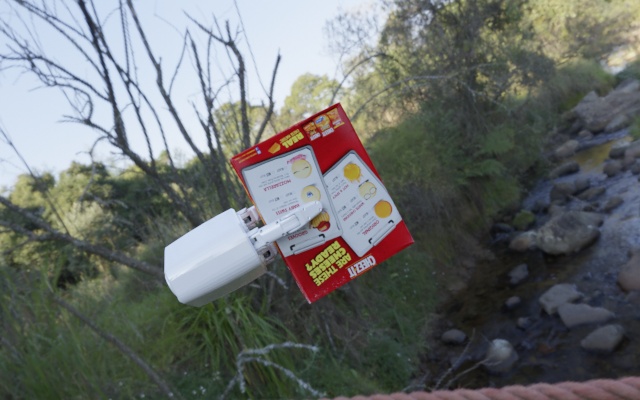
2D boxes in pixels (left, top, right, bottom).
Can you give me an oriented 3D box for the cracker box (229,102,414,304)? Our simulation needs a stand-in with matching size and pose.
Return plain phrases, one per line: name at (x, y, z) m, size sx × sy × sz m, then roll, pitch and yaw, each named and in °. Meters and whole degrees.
cracker box at (0.000, 0.002, 0.646) m, size 0.164 × 0.214 × 0.072 m, roll -29°, pitch 4°, yaw -8°
